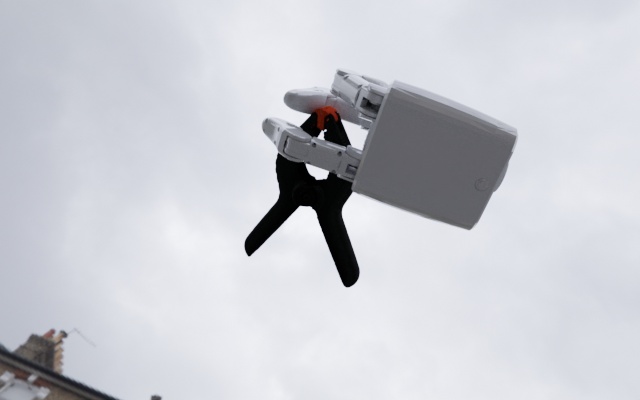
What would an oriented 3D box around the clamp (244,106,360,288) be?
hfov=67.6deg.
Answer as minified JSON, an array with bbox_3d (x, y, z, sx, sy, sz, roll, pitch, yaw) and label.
[{"bbox_3d":[0.000,0.001,0.451,0.120,0.171,0.039,21,24,5],"label":"clamp"}]
